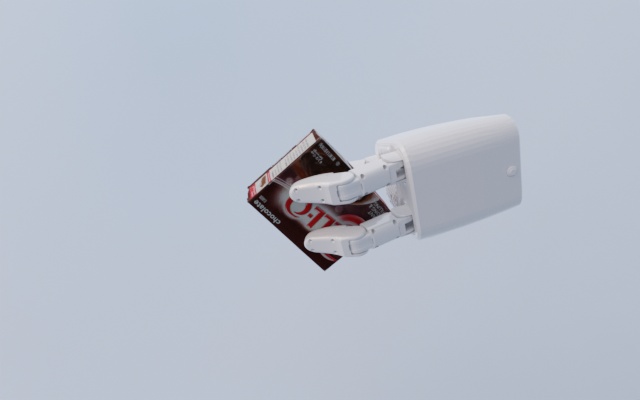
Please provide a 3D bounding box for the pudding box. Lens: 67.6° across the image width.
[{"bbox_3d":[0.000,0.001,0.457,0.090,0.113,0.039,-41,24,10],"label":"pudding box"}]
